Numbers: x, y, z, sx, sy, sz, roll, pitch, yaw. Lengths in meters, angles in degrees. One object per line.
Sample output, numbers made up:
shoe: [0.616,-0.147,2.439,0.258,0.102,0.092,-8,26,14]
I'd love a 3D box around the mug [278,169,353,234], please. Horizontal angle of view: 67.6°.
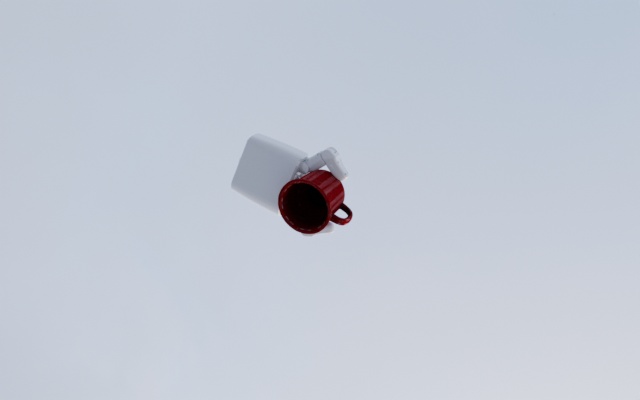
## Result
mug: [0.001,0.003,0.780,0.117,0.093,0.081,27,29,14]
